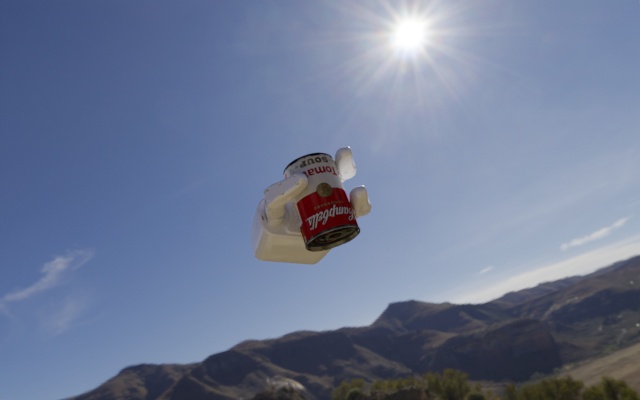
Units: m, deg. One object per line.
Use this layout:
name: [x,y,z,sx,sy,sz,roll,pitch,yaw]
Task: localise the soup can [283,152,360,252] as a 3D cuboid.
soup can: [0.000,0.001,0.579,0.068,0.102,0.068,-16,-22,-7]
